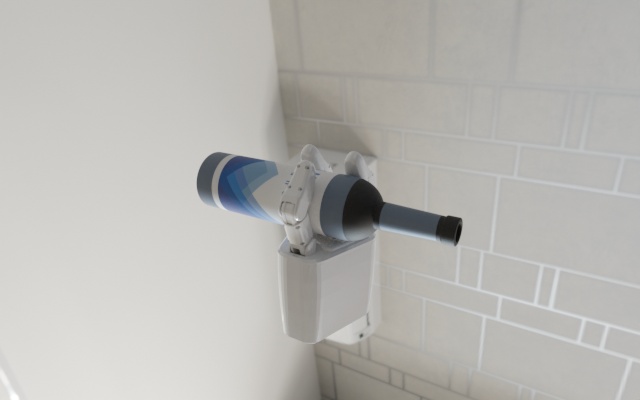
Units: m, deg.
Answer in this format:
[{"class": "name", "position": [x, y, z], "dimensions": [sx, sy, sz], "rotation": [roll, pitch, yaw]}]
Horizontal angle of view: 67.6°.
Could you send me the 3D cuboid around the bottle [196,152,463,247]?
[{"class": "bottle", "position": [0.000, 0.002, 0.507], "dimensions": [0.295, 0.069, 0.069], "rotation": [12, 6, 28]}]
